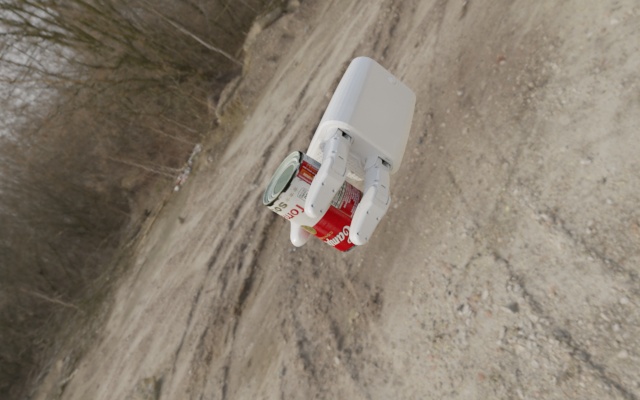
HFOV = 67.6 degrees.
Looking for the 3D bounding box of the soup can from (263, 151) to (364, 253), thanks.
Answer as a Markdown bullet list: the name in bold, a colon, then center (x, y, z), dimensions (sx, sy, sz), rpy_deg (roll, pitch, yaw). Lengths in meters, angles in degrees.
- **soup can**: center (0.000, 0.002, 0.501), dimensions (0.102, 0.068, 0.068), rpy_deg (32, -12, -20)
